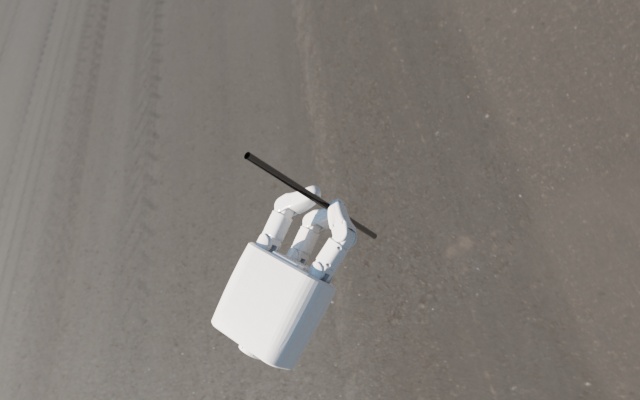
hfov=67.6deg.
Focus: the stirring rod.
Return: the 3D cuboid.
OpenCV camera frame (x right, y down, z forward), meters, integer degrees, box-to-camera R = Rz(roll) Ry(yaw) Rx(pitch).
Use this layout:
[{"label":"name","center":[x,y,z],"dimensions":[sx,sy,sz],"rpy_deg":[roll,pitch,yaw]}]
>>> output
[{"label":"stirring rod","center":[0.000,0.002,0.551],"dimensions":[0.011,0.011,0.240],"rpy_deg":[0,-22,40]}]
